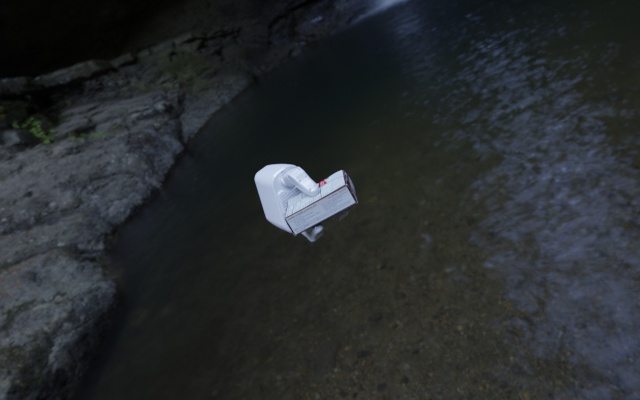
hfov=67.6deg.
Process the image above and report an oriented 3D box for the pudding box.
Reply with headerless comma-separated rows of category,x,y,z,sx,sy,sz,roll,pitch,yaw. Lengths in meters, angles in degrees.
pudding box,0.000,0.002,0.755,0.113,0.039,0.090,-30,17,9
